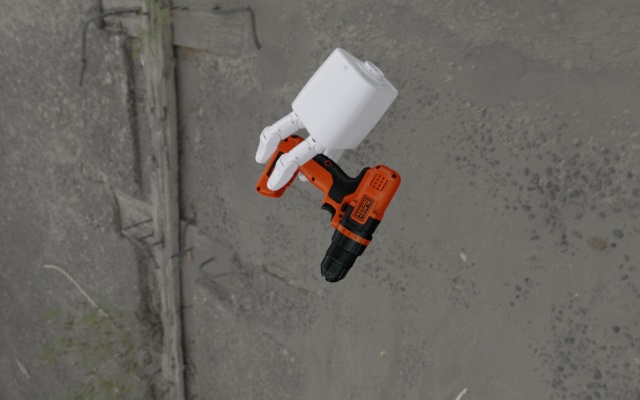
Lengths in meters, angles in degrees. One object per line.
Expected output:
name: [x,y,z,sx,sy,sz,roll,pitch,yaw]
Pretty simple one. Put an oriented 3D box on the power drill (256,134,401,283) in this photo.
power drill: [0.000,0.002,0.701,0.187,0.184,0.057,31,4,17]
